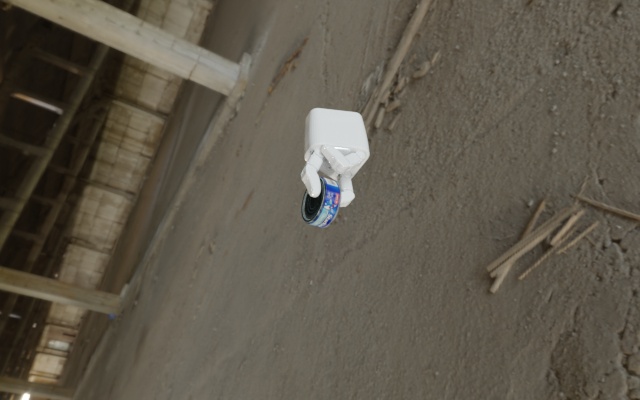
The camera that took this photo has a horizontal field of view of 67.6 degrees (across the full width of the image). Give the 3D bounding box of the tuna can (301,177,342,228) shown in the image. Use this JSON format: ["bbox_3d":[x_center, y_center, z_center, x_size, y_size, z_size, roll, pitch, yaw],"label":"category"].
[{"bbox_3d":[0.000,0.003,0.832,0.034,0.086,0.086,16,-7,-26],"label":"tuna can"}]
